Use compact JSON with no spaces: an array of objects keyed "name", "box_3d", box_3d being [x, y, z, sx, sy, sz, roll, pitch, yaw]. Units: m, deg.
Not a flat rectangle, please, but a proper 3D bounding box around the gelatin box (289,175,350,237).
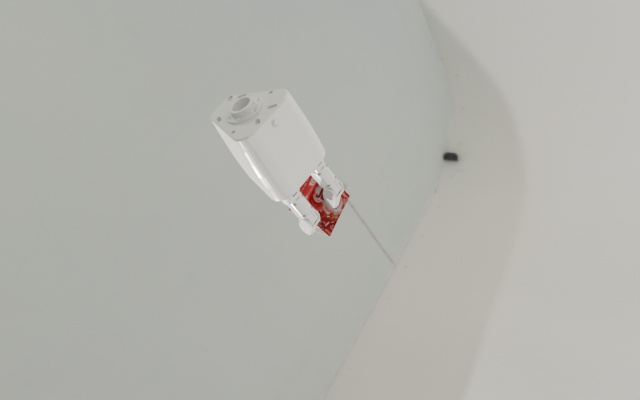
[{"name":"gelatin box","box_3d":[0.000,0.002,0.709,0.030,0.073,0.089,16,-17,37]}]
